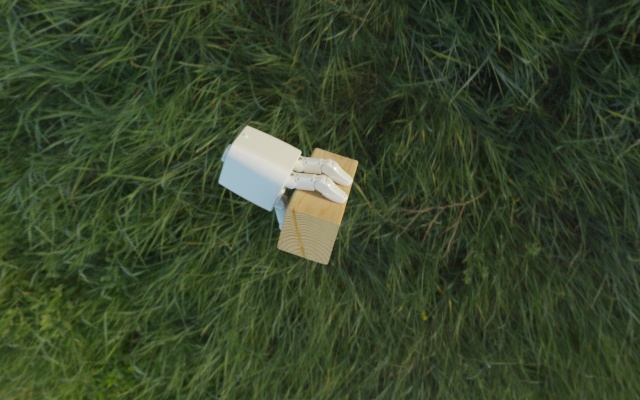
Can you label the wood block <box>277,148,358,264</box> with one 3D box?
[{"bbox_3d":[0.000,0.003,0.845,0.090,0.091,0.206,18,36,2],"label":"wood block"}]
